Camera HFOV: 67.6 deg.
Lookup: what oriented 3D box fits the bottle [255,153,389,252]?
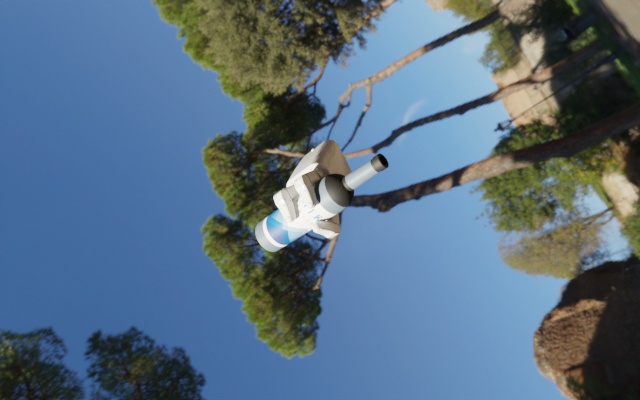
[{"bbox_3d":[0.000,0.003,0.856,0.296,0.069,0.069,-34,-20,33],"label":"bottle"}]
